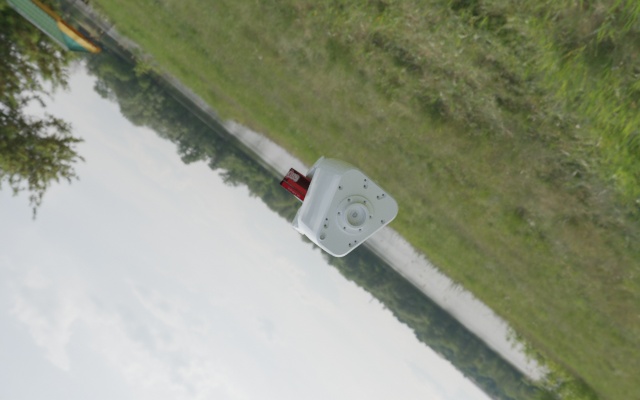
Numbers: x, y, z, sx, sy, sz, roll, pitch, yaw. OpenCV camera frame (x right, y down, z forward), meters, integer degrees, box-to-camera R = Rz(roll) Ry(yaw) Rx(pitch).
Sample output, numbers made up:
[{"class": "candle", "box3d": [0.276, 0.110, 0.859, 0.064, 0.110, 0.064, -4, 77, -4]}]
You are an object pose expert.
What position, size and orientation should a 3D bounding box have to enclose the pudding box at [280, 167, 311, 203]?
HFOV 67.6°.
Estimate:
[{"class": "pudding box", "box3d": [0.000, 0.003, 0.753, 0.090, 0.039, 0.113, 37, -2, 46]}]
